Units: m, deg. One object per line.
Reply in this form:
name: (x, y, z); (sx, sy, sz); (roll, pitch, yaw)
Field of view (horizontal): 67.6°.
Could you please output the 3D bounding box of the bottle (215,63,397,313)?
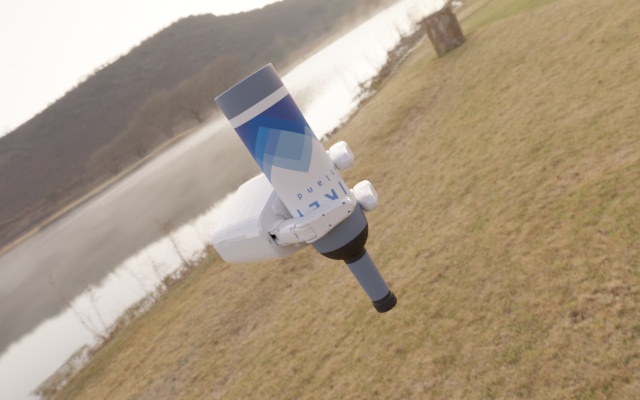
bottle: (0.000, 0.001, 0.509); (0.069, 0.296, 0.069); (-30, 16, 10)
